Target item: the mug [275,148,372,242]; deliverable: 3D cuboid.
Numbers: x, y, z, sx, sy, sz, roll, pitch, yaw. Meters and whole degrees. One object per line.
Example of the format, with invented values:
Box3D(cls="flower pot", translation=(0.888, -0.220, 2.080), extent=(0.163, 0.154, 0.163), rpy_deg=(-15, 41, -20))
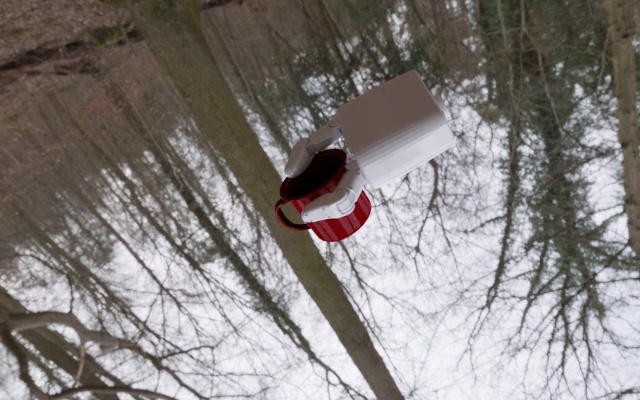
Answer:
Box3D(cls="mug", translation=(-0.001, 0.003, 0.588), extent=(0.117, 0.081, 0.093), rpy_deg=(-27, 29, 15))
